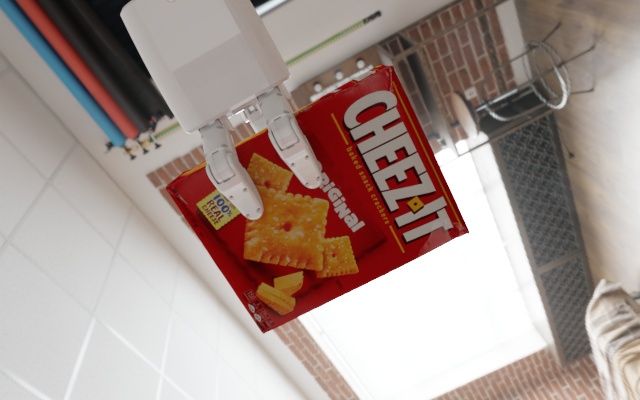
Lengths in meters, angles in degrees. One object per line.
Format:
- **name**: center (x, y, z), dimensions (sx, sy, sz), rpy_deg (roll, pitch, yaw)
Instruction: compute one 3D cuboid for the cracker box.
- **cracker box**: center (0.000, 0.001, 0.432), dimensions (0.214, 0.164, 0.072), rpy_deg (-27, 15, 7)
